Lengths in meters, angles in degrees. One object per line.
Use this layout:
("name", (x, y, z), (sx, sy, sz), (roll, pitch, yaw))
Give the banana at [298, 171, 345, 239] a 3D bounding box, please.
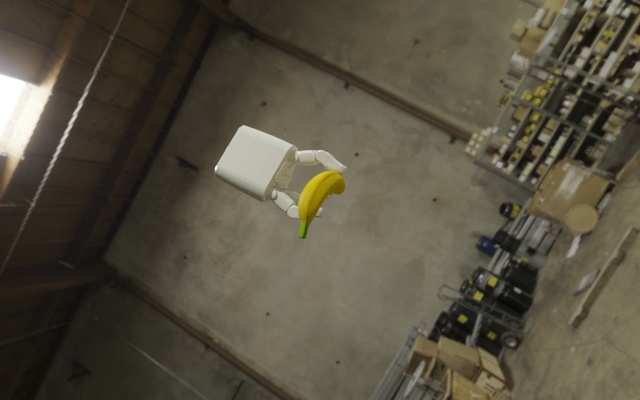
("banana", (0.003, -0.012, 0.771), (0.037, 0.070, 0.197), (21, 29, 14))
